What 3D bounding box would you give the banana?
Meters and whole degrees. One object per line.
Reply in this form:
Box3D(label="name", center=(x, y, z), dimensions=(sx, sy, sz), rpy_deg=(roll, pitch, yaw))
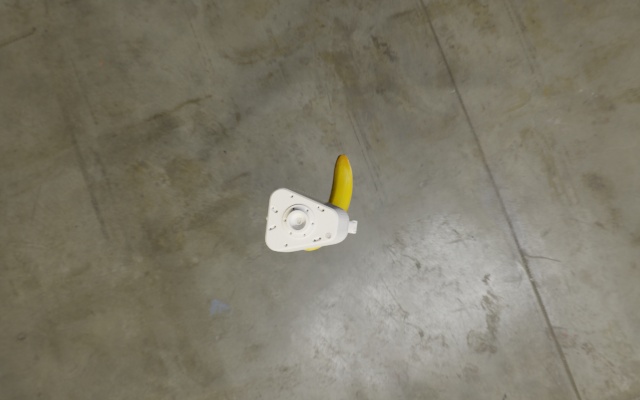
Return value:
Box3D(label="banana", center=(0.014, 0.015, 0.855), dimensions=(0.069, 0.198, 0.037), rpy_deg=(32, 4, 13))
